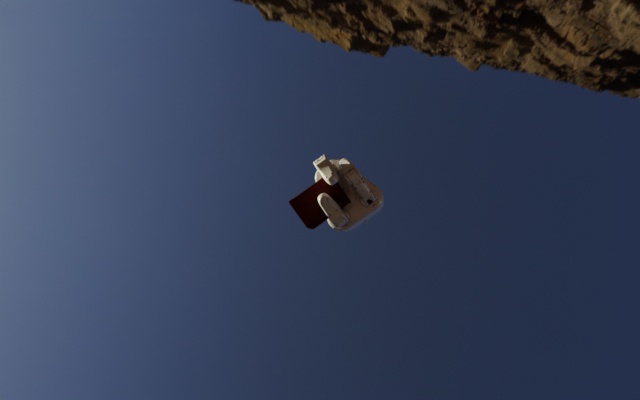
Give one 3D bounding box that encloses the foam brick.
[{"bbox_3d":[0.000,0.003,0.747,0.078,0.053,0.051,-35,-10,5],"label":"foam brick"}]
